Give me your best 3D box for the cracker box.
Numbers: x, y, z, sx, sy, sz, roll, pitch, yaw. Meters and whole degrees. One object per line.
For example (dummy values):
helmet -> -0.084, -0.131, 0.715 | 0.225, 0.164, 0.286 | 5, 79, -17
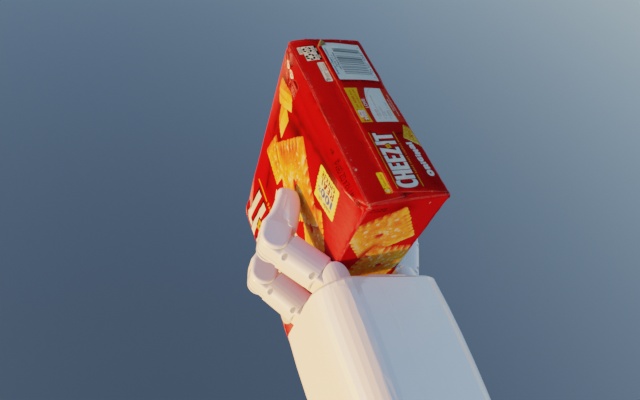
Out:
cracker box -> 0.000, 0.001, 0.406 | 0.072, 0.164, 0.214 | -6, -35, -25
